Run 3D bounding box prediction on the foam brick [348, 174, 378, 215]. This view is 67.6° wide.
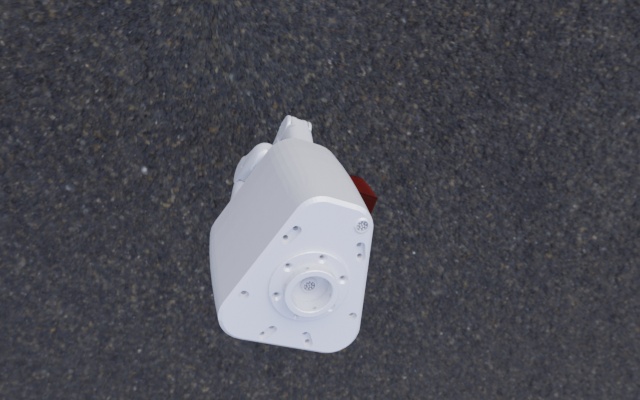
[{"bbox_3d":[0.000,0.001,0.412,0.078,0.053,0.051,16,18,-19],"label":"foam brick"}]
